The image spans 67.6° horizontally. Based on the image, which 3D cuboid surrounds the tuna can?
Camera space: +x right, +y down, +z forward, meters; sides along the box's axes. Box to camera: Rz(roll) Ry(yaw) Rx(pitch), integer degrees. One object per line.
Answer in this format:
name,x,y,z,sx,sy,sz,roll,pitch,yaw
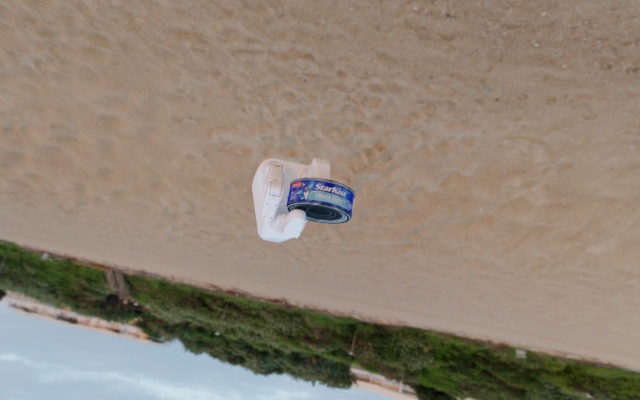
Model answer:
tuna can,0.000,0.003,0.609,0.086,0.033,0.086,9,-18,3
